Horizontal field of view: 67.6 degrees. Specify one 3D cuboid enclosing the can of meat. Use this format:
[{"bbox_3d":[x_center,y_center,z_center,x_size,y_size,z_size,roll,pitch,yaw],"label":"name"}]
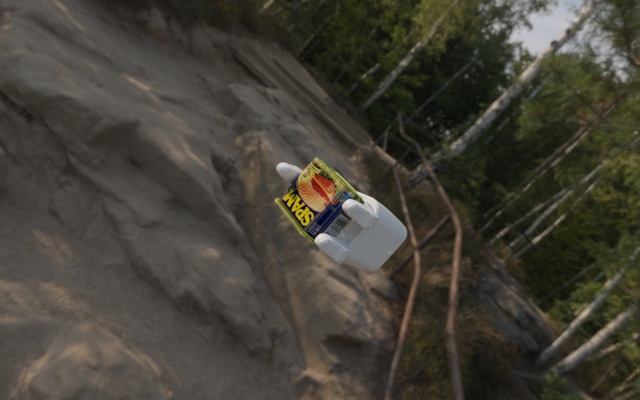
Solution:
[{"bbox_3d":[0.000,0.002,0.632,0.057,0.084,0.102,34,10,-45],"label":"can of meat"}]
